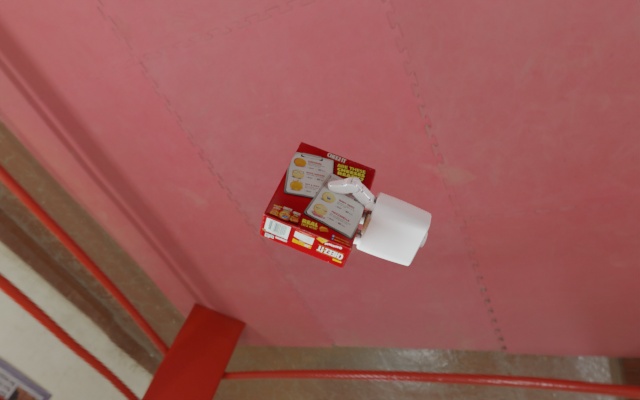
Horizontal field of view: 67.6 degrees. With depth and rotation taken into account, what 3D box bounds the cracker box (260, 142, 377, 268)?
[{"bbox_3d":[0.000,0.003,0.898,0.164,0.213,0.072,21,-44,1],"label":"cracker box"}]
